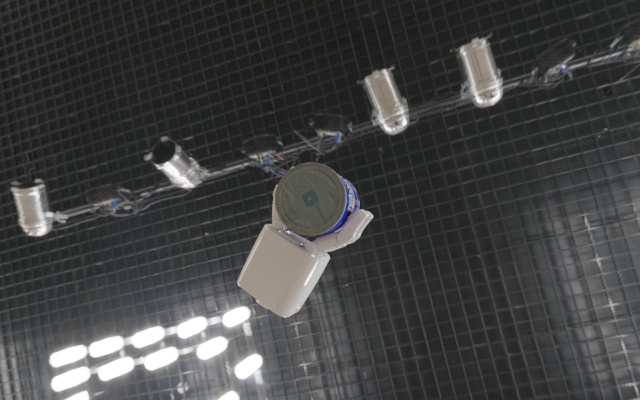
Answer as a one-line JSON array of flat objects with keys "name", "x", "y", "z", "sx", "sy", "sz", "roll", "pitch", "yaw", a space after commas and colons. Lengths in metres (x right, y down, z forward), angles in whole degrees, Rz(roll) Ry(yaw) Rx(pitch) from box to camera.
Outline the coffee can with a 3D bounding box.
[{"name": "coffee can", "x": 0.000, "y": 0.002, "z": 0.732, "sx": 0.103, "sy": 0.103, "sz": 0.140, "roll": 0, "pitch": -4, "yaw": 13}]
